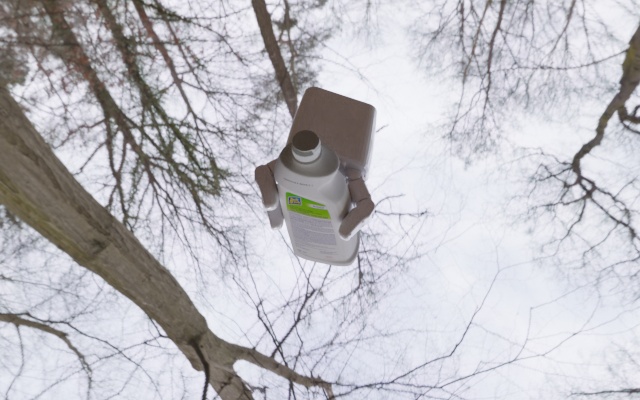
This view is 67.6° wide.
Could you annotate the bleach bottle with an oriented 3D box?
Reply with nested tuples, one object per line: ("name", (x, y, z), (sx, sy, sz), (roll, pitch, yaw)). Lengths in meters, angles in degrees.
("bleach bottle", (0.000, 0.002, 0.605), (0.102, 0.068, 0.251), (8, -29, 9))
